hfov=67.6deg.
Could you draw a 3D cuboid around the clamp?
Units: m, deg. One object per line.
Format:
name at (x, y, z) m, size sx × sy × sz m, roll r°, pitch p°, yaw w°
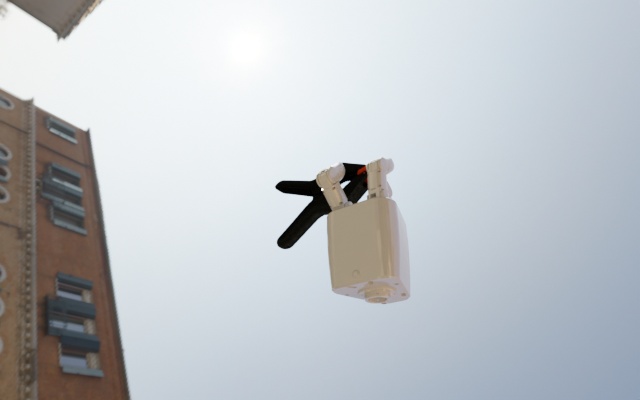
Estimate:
clamp at (0.001, 0.002, 0.687) m, size 0.171 × 0.120 × 0.039 m, roll -19°, pitch -33°, yaw 31°
